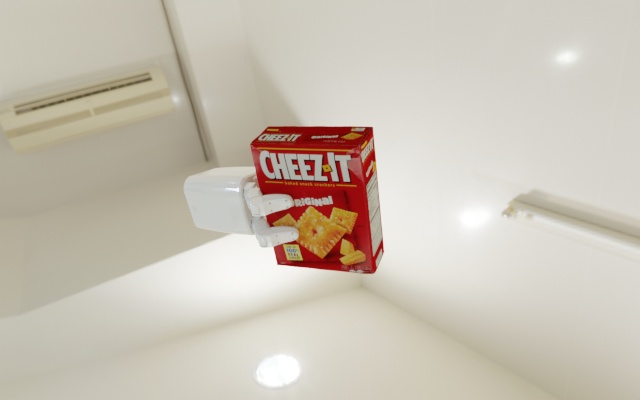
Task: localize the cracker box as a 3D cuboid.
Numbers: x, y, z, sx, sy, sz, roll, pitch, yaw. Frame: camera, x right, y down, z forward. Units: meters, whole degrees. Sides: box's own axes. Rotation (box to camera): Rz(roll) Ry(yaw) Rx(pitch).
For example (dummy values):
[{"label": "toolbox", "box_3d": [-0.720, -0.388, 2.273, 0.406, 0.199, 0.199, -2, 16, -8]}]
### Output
[{"label": "cracker box", "box_3d": [0.000, 0.002, 0.702, 0.164, 0.214, 0.072, 3, 32, 21]}]
